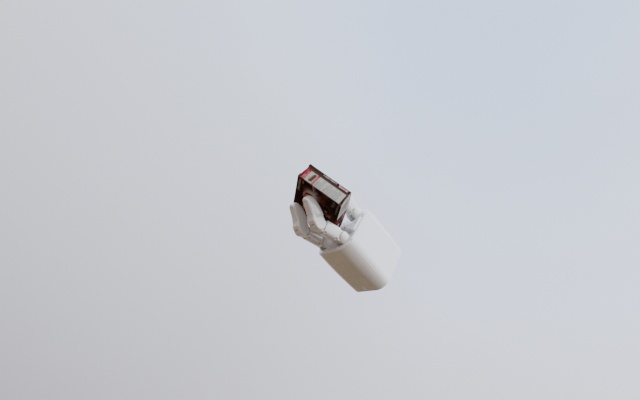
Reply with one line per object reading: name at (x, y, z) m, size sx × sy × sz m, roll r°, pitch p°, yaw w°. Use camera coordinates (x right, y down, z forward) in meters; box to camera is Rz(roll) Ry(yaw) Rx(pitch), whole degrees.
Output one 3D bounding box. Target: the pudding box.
pudding box at (0.000, 0.003, 0.819) m, size 0.090 × 0.039 × 0.114 m, roll 35°, pitch -33°, yaw 13°
